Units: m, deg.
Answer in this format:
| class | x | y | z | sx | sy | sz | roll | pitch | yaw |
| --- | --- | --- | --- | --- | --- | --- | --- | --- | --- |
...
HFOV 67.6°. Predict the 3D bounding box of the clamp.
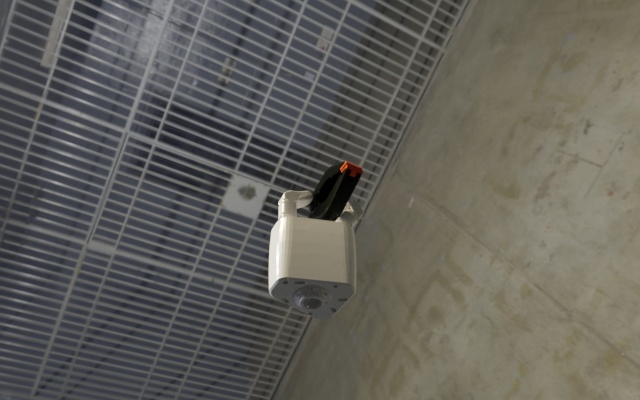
| class | x | y | z | sx | sy | sz | roll | pitch | yaw |
| --- | --- | --- | --- | --- | --- | --- | --- | --- | --- |
| clamp | 0.000 | 0.002 | 0.761 | 0.036 | 0.164 | 0.210 | 20 | -49 | -20 |
